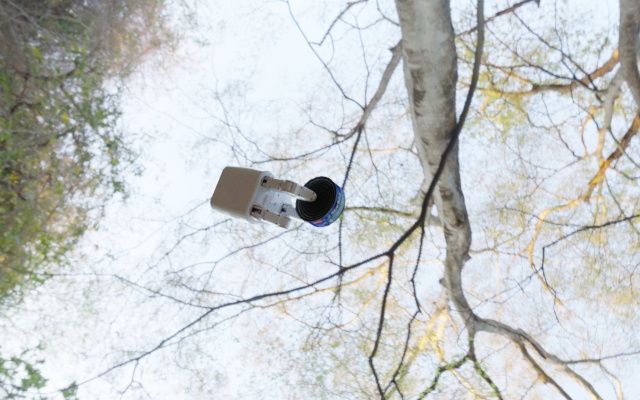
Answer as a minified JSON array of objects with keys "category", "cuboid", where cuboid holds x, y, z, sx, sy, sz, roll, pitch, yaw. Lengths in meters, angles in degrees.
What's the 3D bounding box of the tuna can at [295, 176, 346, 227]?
[{"category":"tuna can","cuboid":[0.000,0.003,0.827,0.086,0.086,0.034,0,-23,37]}]
